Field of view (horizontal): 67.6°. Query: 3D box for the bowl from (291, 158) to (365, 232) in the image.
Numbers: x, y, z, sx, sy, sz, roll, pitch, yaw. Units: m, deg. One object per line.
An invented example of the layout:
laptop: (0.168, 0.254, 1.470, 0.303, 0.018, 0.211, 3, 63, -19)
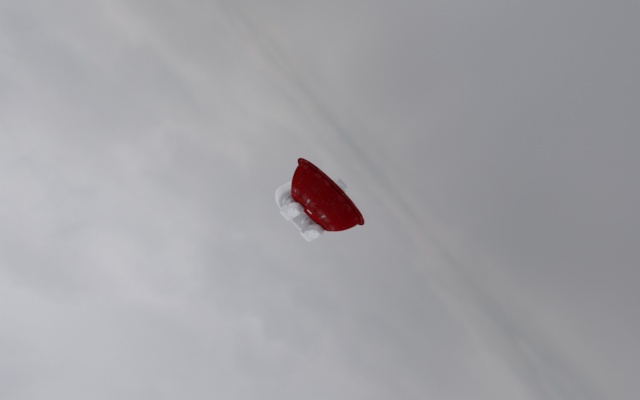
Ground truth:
bowl: (0.000, 0.003, 0.825, 0.055, 0.162, 0.162, -45, 9, -9)
